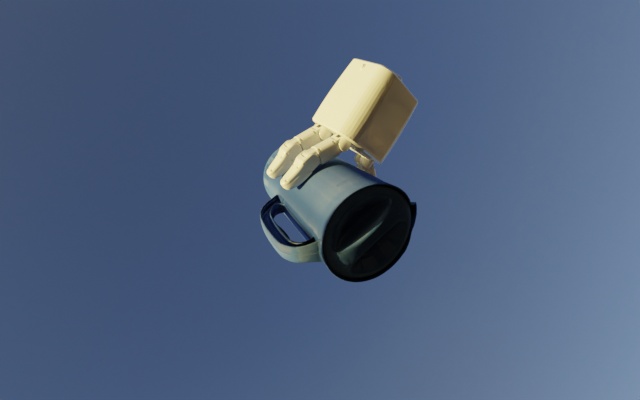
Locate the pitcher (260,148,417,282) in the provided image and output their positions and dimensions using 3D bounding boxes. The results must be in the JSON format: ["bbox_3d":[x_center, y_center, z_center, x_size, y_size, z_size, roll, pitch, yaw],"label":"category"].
[{"bbox_3d":[0.000,0.002,0.667,0.149,0.145,0.242,28,6,-35],"label":"pitcher"}]
